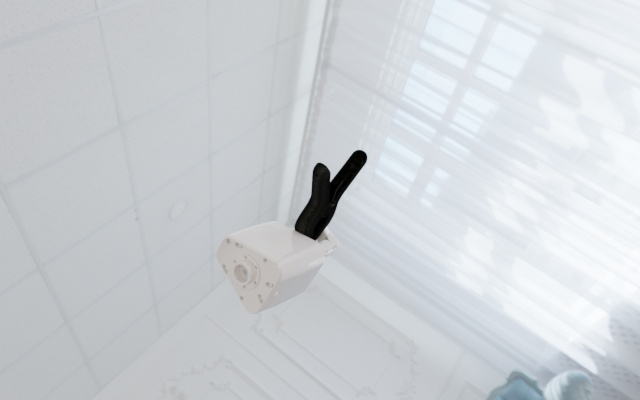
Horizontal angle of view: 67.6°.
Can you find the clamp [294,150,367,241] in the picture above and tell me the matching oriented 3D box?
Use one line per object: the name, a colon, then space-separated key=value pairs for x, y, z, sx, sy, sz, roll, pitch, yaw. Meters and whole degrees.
clamp: x=0.000 y=0.002 z=0.696 sx=0.039 sy=0.171 sz=0.120 roll=39 pitch=24 yaw=26
